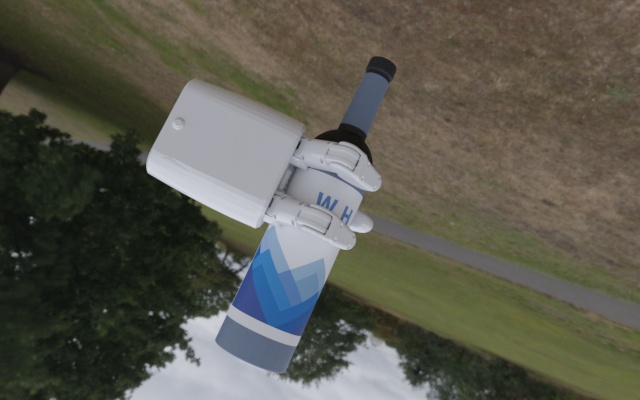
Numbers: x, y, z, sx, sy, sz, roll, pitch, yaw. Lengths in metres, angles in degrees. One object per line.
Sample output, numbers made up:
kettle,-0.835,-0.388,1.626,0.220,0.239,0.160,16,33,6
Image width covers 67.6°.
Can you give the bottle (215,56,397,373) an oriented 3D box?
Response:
bottle,0.000,0.002,0.433,0.069,0.295,0.069,24,-9,4
